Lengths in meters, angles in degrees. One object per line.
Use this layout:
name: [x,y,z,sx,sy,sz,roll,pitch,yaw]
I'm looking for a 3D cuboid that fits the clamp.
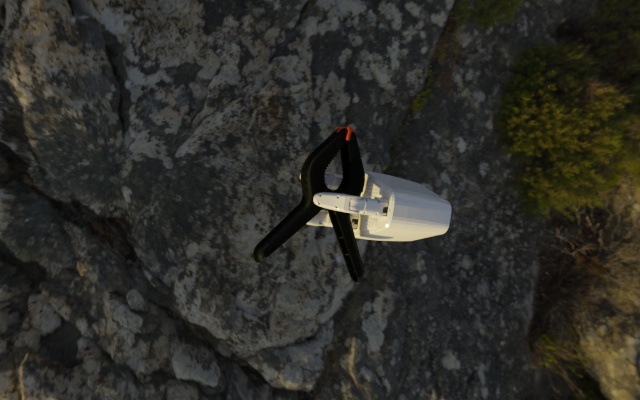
clamp: [0.001,0.002,0.635,0.164,0.210,0.036,8,1,-28]
